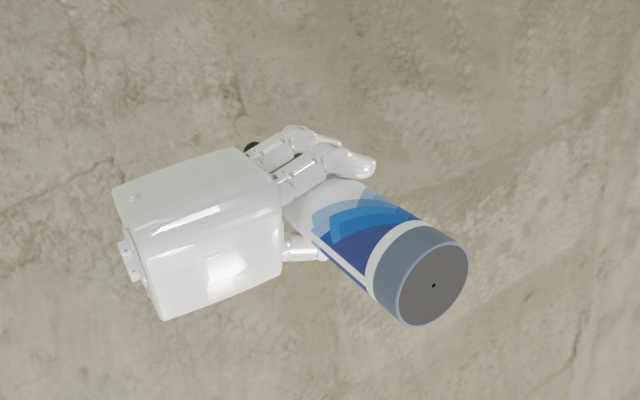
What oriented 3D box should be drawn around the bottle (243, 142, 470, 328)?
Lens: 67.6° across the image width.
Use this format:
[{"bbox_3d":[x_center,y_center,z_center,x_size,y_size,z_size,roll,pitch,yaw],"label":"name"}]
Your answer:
[{"bbox_3d":[0.000,0.001,0.431,0.069,0.069,0.295,0,22,-34],"label":"bottle"}]
